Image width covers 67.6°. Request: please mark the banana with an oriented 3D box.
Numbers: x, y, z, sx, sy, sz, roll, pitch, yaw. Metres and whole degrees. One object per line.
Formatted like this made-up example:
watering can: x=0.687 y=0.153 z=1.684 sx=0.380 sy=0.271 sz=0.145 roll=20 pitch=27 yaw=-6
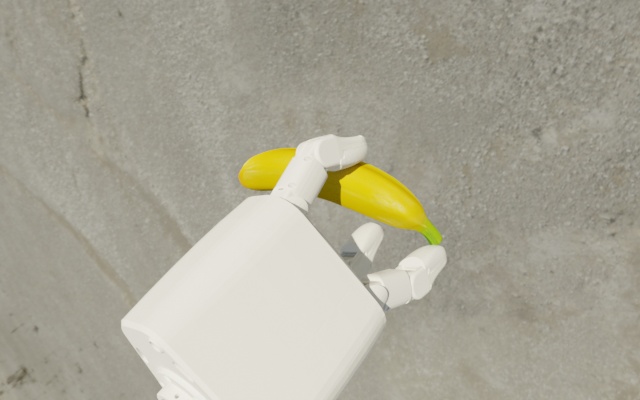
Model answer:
banana: x=0.000 y=-0.011 z=0.388 sx=0.198 sy=0.070 sz=0.037 roll=19 pitch=50 yaw=28
